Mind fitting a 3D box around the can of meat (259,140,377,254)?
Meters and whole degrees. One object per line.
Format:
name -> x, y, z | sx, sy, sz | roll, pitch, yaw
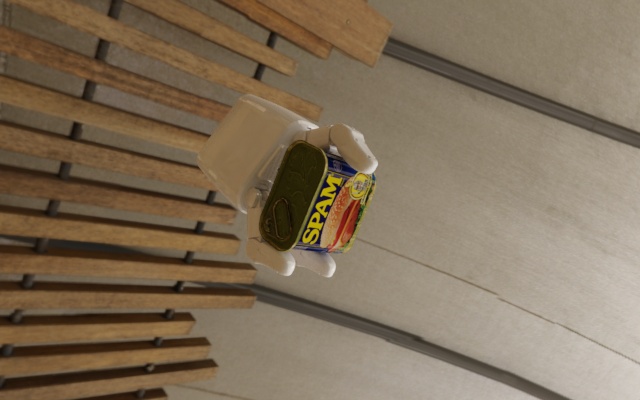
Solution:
can of meat -> 0.000, 0.002, 0.466 | 0.084, 0.102, 0.057 | 12, 14, -46
